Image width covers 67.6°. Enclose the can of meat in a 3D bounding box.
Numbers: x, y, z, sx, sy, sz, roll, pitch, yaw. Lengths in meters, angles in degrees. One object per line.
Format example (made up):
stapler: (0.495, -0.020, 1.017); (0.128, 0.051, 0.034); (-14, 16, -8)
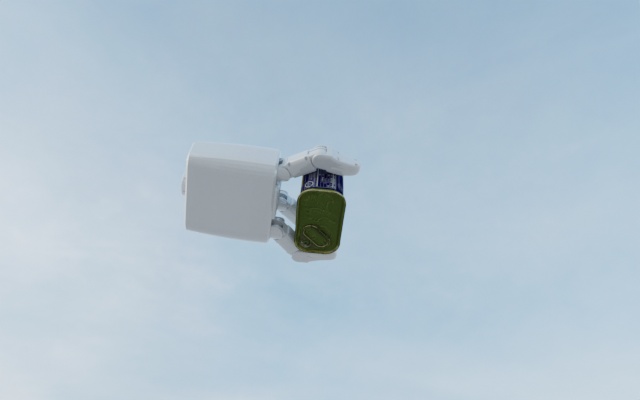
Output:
can of meat: (0.000, 0.002, 0.600); (0.057, 0.102, 0.084); (5, 40, -1)
